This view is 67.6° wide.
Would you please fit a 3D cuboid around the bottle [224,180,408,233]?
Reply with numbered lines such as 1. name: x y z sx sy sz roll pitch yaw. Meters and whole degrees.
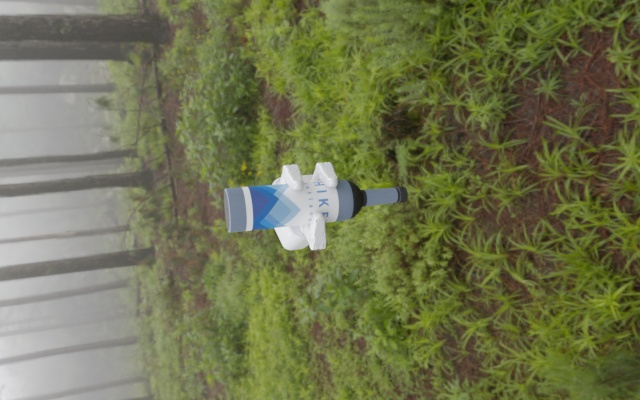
1. bottle: 0.000 0.002 0.757 0.296 0.069 0.069 -5 1 -17
